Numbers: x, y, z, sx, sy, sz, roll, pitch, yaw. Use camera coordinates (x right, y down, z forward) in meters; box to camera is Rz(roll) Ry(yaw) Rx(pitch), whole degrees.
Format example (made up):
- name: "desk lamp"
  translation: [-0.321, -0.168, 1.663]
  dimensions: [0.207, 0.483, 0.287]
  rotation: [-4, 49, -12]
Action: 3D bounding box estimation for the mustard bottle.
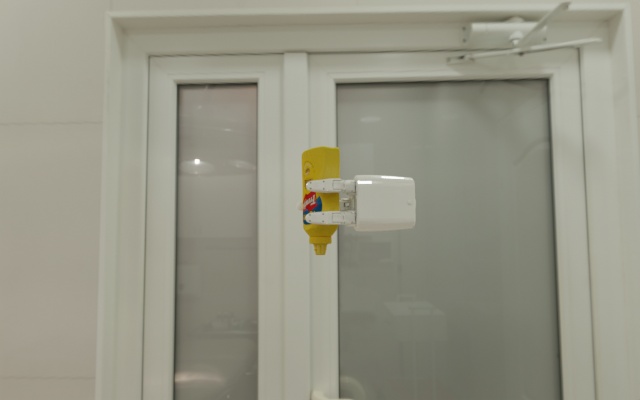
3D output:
- name: "mustard bottle"
  translation: [0.000, 0.003, 0.867]
  dimensions: [0.058, 0.191, 0.096]
  rotation: [2, -5, -29]
